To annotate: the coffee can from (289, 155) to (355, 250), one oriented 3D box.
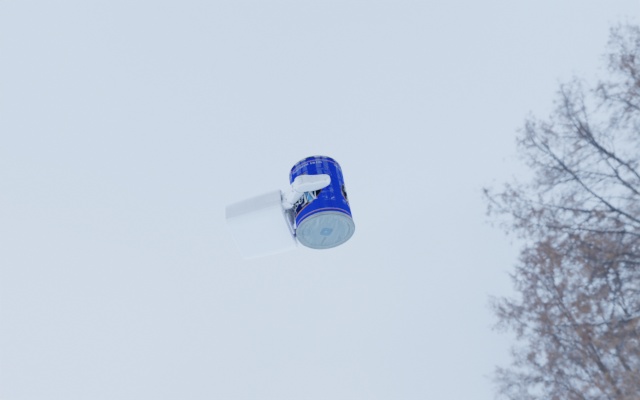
[{"bbox_3d":[0.000,0.003,0.867,0.103,0.140,0.103,-6,-40,-5],"label":"coffee can"}]
